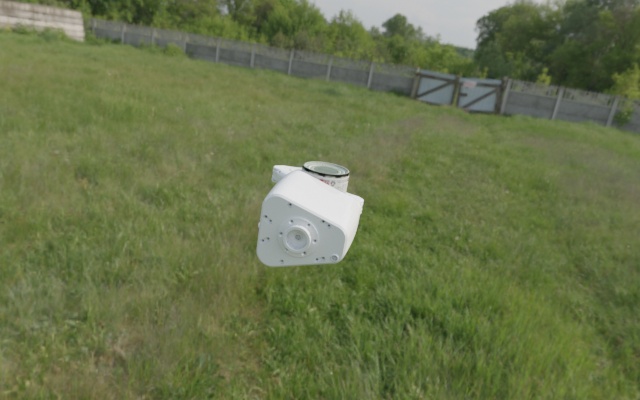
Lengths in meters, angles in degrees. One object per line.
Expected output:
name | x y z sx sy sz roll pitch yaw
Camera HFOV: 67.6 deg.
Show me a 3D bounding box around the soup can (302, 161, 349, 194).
soup can | 0.000 0.002 0.677 0.068 0.102 0.068 8 18 -3
